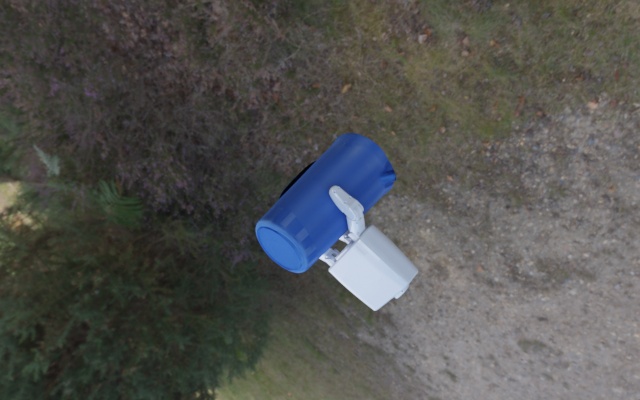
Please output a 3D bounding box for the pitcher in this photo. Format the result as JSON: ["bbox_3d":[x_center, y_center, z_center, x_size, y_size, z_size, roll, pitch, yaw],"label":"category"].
[{"bbox_3d":[0.000,0.003,0.808,0.242,0.145,0.149,-44,-5,-32],"label":"pitcher"}]
